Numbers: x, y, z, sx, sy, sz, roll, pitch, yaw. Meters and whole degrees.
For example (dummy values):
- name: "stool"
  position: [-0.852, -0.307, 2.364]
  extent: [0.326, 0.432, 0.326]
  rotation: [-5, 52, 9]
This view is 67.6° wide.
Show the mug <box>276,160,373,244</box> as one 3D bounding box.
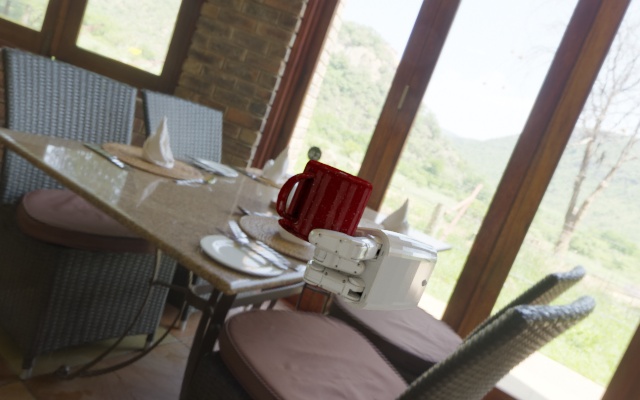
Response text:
- name: "mug"
  position: [-0.001, 0.001, 0.538]
  extent: [0.117, 0.081, 0.093]
  rotation: [16, 10, -41]
